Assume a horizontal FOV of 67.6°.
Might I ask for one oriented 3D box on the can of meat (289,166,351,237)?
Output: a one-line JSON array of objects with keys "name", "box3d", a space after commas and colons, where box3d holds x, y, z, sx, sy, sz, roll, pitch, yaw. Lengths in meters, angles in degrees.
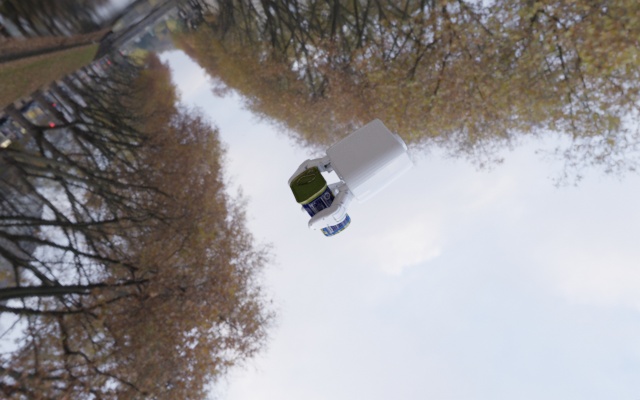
[{"name": "can of meat", "box3d": [0.000, 0.003, 0.787, 0.057, 0.084, 0.102, -35, 26, 2]}]
